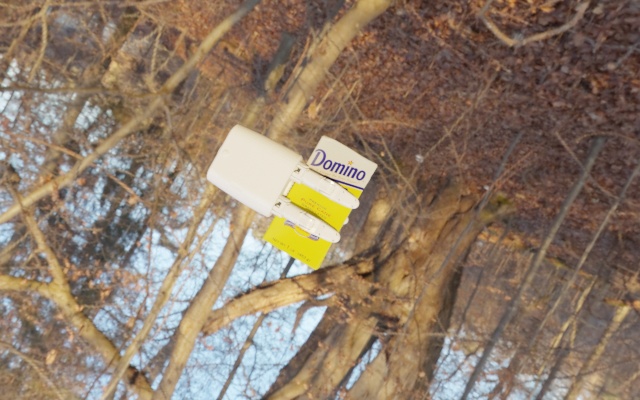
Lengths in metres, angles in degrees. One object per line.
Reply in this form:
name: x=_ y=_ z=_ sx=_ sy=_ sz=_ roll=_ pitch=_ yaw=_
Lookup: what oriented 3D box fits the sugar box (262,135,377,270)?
sugar box: x=0.000 y=0.002 z=0.698 sx=0.093 sy=0.176 sz=0.048 roll=29 pitch=0 yaw=3
